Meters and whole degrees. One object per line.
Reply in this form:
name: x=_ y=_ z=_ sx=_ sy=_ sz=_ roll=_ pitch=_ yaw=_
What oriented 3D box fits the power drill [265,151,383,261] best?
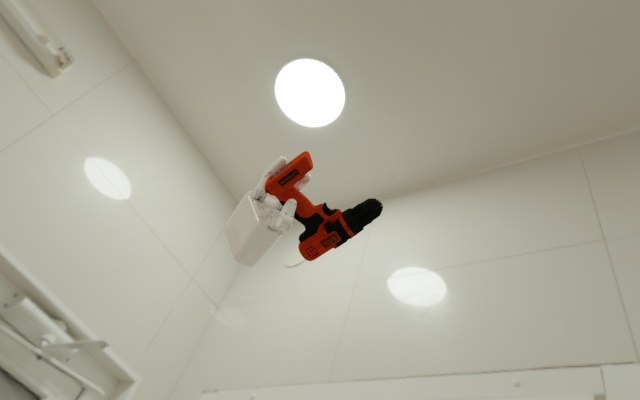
power drill: x=0.000 y=0.003 z=0.898 sx=0.184 sy=0.188 sz=0.057 roll=-35 pitch=13 yaw=9
